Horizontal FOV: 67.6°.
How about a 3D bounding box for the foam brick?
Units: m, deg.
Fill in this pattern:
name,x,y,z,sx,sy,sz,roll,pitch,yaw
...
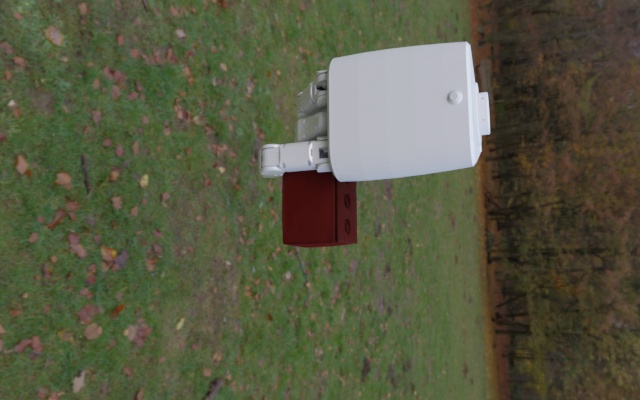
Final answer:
name,x,y,z,sx,sy,sz,roll,pitch,yaw
foam brick,0.000,0.002,0.419,0.051,0.078,0.053,-3,-7,21
